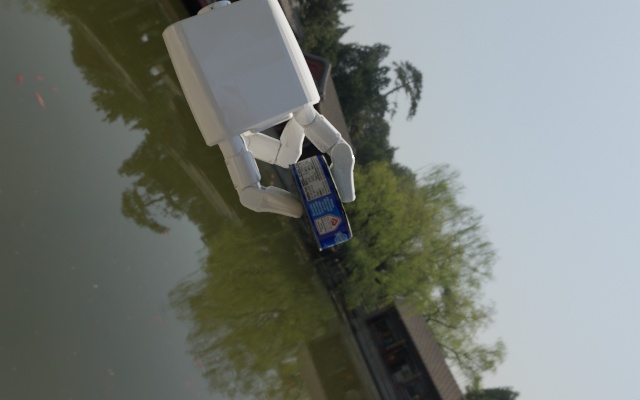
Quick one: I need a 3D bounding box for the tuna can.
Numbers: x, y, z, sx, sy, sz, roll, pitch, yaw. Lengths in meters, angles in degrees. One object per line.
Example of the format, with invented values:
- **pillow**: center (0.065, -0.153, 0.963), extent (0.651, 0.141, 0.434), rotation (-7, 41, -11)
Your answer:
- **tuna can**: center (0.001, 0.001, 0.445), extent (0.034, 0.086, 0.086), rotation (-20, 0, -1)
